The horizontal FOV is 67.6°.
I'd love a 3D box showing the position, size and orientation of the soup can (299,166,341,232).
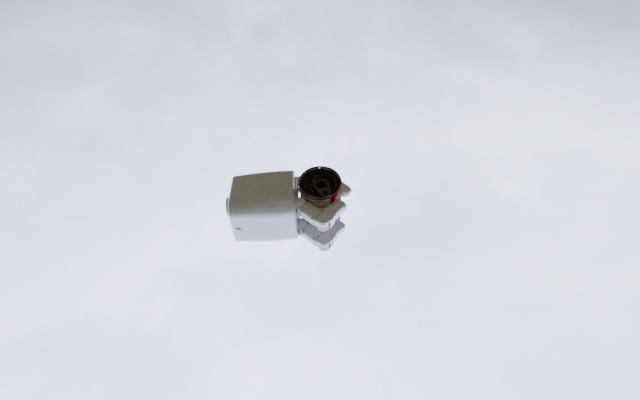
[{"bbox_3d":[0.001,0.003,0.790,0.068,0.068,0.102,0,-40,1],"label":"soup can"}]
